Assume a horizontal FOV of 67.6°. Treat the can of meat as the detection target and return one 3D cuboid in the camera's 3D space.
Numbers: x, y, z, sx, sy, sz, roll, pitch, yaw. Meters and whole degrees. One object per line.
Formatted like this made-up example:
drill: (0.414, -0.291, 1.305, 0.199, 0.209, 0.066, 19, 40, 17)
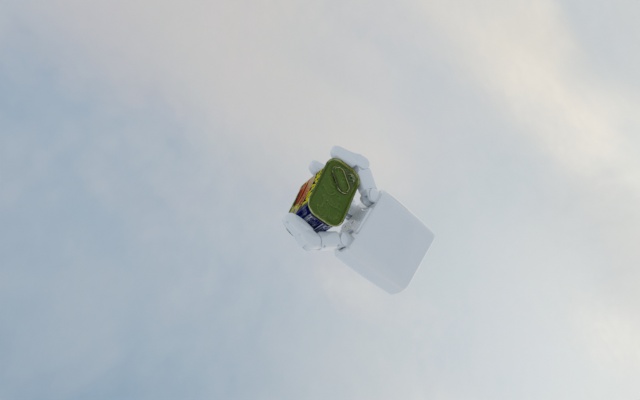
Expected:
can of meat: (0.000, 0.002, 0.675, 0.057, 0.102, 0.084, 35, -35, -14)
